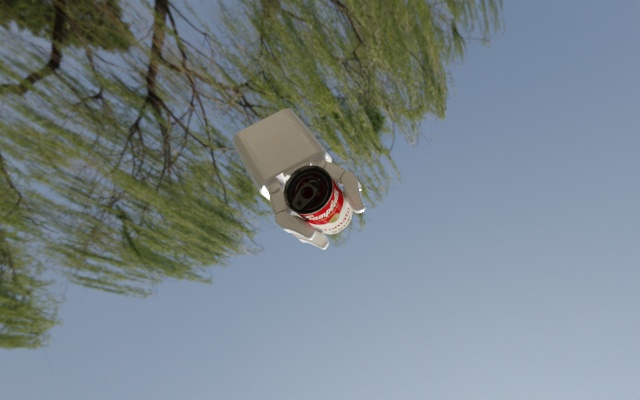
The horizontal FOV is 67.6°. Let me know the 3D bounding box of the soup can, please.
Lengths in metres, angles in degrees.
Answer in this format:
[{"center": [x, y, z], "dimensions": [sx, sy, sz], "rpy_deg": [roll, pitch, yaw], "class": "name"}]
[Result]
[{"center": [0.001, 0.003, 0.658], "dimensions": [0.068, 0.068, 0.102], "rpy_deg": [0, -19, 20], "class": "soup can"}]
